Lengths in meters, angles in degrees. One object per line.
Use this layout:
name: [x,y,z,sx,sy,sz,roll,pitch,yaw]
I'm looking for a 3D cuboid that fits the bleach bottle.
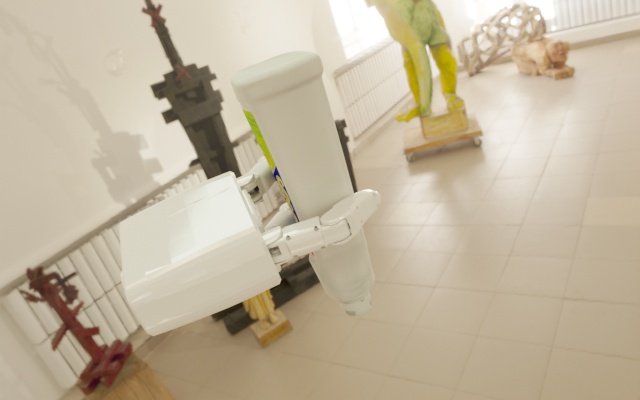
bleach bottle: [0.000,0.001,0.422,0.068,0.251,0.102,-24,23,-8]
